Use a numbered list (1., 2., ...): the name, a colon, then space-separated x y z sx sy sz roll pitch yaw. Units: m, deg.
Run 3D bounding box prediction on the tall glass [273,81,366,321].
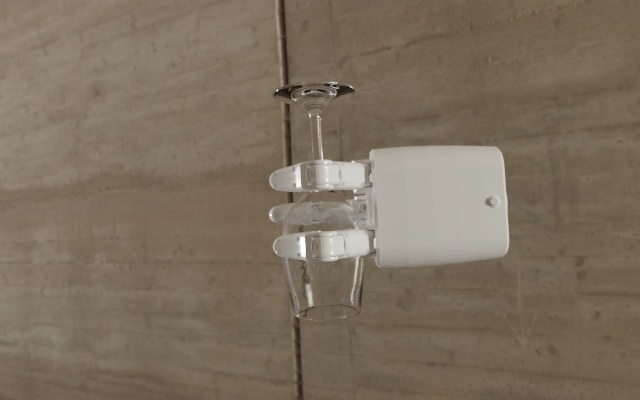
1. tall glass: 0.000 0.001 0.430 0.079 0.201 0.079 -3 -2 0
